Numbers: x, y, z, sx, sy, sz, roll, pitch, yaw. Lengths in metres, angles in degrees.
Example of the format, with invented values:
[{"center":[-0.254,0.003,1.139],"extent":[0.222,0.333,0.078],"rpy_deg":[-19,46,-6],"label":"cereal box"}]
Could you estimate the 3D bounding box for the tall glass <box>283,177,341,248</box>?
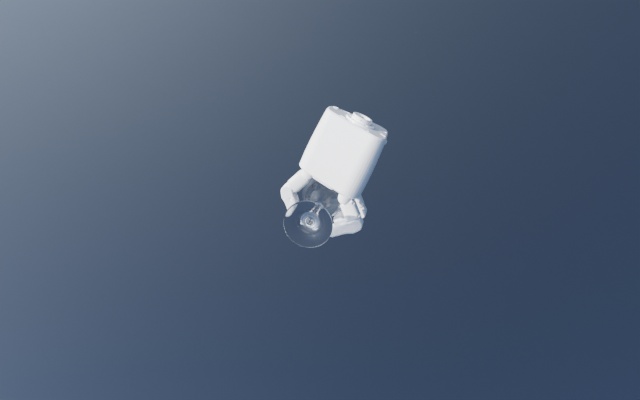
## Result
[{"center":[0.000,0.003,0.790],"extent":[0.079,0.079,0.201],"rpy_deg":[0,19,11],"label":"tall glass"}]
